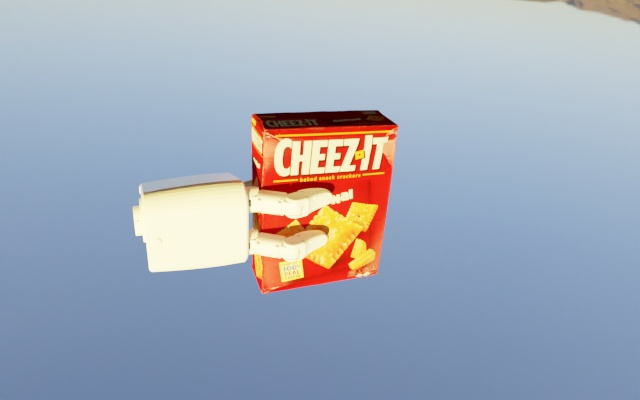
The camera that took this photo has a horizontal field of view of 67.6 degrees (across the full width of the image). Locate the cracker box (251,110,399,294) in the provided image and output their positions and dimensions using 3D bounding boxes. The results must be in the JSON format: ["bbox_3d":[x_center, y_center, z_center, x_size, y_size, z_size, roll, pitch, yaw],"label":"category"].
[{"bbox_3d":[0.000,0.002,0.594,0.164,0.214,0.072,-6,28,-19],"label":"cracker box"}]
